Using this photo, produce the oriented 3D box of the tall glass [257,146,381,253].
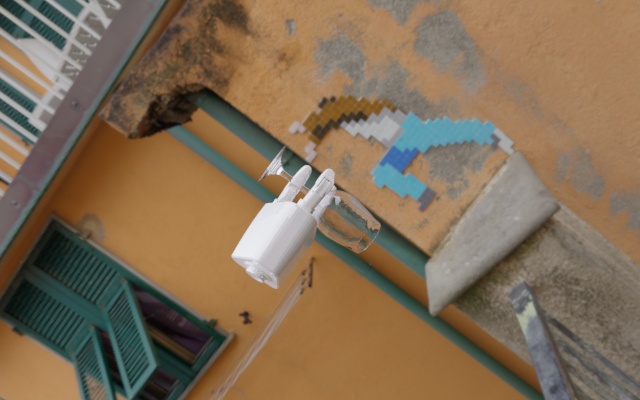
[{"bbox_3d":[0.000,0.002,0.767,0.201,0.079,0.079,37,-6,-7],"label":"tall glass"}]
